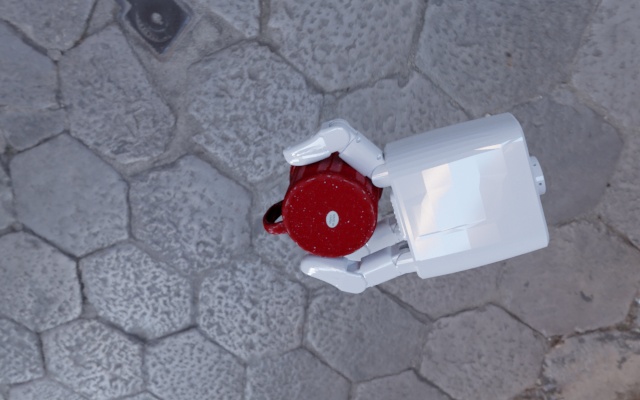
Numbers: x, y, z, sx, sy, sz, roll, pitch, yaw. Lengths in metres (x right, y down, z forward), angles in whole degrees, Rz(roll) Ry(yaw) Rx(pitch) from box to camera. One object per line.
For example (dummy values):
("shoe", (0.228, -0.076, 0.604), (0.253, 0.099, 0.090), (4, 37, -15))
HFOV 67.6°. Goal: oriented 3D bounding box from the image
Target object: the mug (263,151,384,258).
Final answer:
("mug", (-0.001, 0.002, 0.433), (0.117, 0.093, 0.081), (-17, 22, 14))
